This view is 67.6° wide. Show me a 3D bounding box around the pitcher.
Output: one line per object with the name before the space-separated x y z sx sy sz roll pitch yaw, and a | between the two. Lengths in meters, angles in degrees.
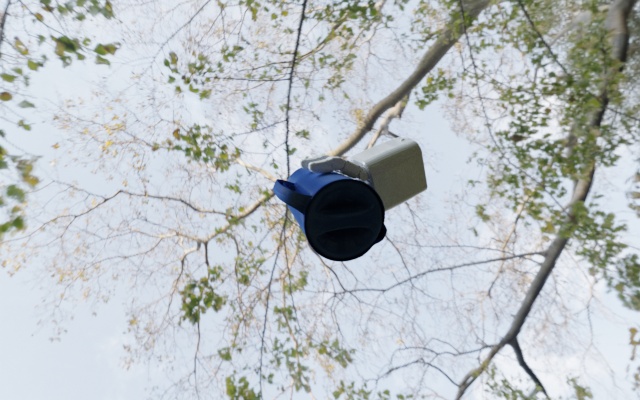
pitcher | 0.000 0.003 0.842 0.145 0.149 0.242 -25 18 -9
